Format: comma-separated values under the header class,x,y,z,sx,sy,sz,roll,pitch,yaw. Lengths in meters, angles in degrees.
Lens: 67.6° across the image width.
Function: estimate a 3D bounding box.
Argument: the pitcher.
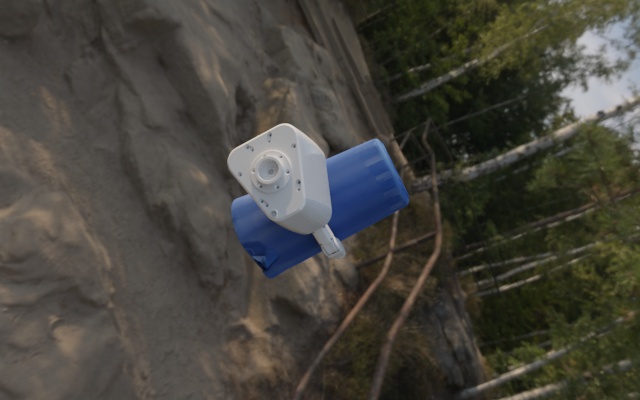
class,x,y,z,sx,sy,sz,roll,pitch,yaw
pitcher,0.000,0.002,0.717,0.243,0.149,0.145,-26,-18,10
